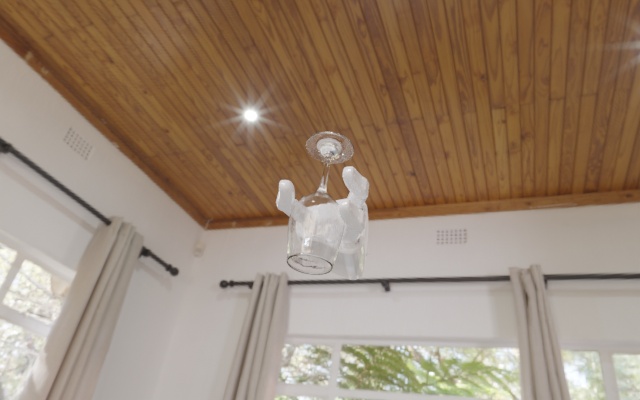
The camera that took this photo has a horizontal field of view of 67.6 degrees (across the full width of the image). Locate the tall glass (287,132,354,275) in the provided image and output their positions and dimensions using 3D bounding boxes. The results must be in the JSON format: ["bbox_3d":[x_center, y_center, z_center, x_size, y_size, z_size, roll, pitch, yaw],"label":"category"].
[{"bbox_3d":[0.000,0.002,0.680,0.079,0.201,0.079,7,-32,5],"label":"tall glass"}]
